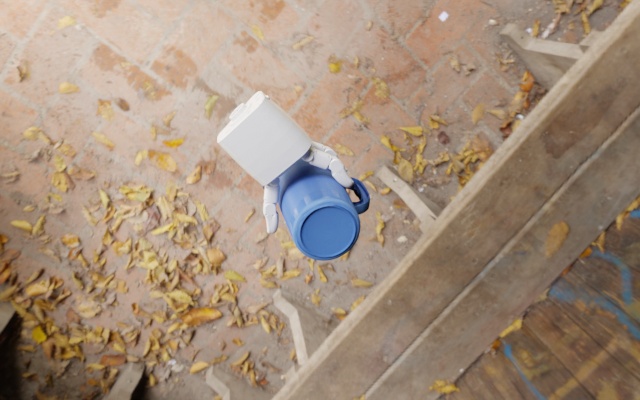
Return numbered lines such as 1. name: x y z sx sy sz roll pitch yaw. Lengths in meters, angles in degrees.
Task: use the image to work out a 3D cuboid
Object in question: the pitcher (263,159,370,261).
1. pitcher: 0.000 0.003 0.833 0.149 0.145 0.242 -41 24 7
